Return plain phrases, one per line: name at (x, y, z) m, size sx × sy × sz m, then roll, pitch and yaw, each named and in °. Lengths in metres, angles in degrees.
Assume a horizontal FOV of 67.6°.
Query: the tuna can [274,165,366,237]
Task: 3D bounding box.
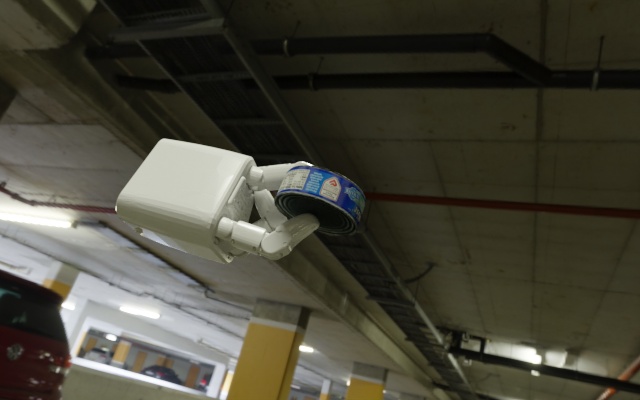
tuna can at (0.000, 0.001, 0.468) m, size 0.086 × 0.033 × 0.086 m, roll 18°, pitch -23°, yaw 8°
